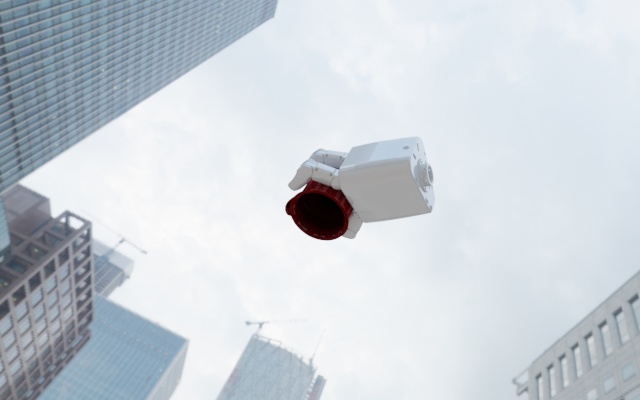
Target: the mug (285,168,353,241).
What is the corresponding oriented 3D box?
[{"bbox_3d":[-0.001,0.003,0.739,0.117,0.093,0.081,-8,30,28],"label":"mug"}]
